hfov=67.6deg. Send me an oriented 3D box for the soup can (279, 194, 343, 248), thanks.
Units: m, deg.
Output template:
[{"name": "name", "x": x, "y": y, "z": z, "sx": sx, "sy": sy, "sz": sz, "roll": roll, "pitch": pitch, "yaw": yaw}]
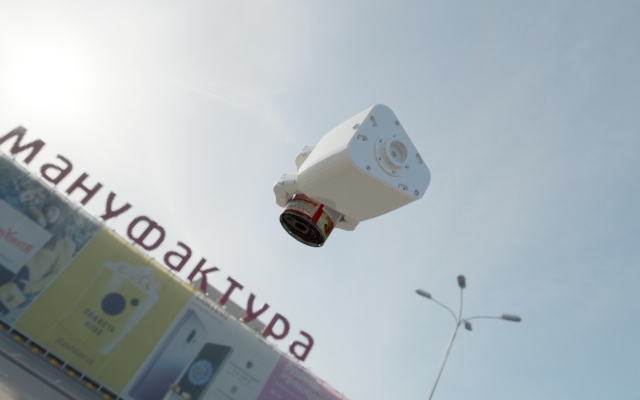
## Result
[{"name": "soup can", "x": 0.000, "y": 0.002, "z": 0.636, "sx": 0.068, "sy": 0.102, "sz": 0.069, "roll": 25, "pitch": -30, "yaw": 16}]
